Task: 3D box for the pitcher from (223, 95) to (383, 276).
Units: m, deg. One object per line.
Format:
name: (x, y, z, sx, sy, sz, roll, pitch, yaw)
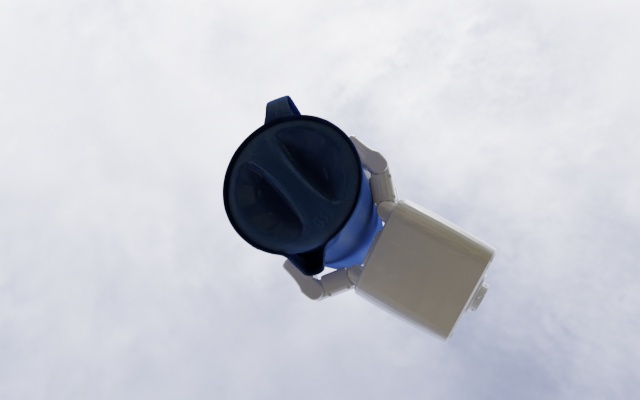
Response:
pitcher: (0.000, 0.002, 0.539, 0.145, 0.149, 0.243, 28, -6, 20)
